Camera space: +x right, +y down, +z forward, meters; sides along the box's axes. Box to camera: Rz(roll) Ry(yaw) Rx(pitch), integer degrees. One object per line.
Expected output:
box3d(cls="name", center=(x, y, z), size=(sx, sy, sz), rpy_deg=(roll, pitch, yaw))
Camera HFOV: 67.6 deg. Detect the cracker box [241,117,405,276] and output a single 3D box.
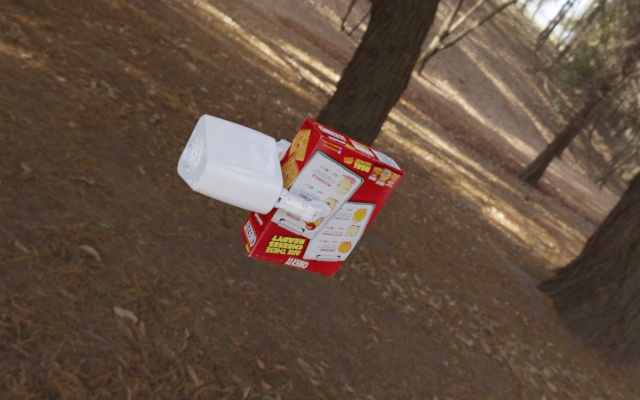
box3d(cls="cracker box", center=(0.000, 0.002, 0.731), size=(0.164, 0.214, 0.072), rpy_deg=(19, 25, -33))
